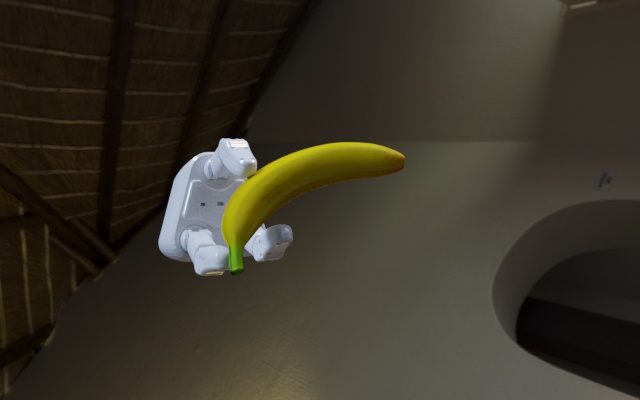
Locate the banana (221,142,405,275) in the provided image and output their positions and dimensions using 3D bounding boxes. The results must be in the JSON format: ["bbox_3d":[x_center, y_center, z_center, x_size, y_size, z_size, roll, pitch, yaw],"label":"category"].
[{"bbox_3d":[-0.013,-0.012,0.424,0.197,0.069,0.037,-33,-7,-24],"label":"banana"}]
